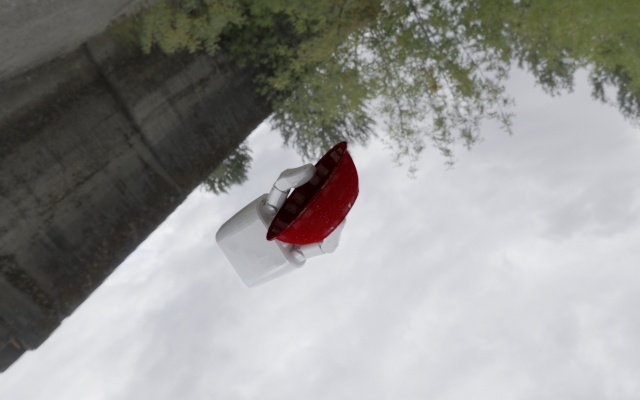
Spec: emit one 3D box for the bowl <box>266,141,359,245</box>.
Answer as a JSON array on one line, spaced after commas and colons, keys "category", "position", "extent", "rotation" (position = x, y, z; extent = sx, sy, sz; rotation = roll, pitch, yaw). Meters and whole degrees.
[{"category": "bowl", "position": [0.001, 0.002, 0.616], "extent": [0.055, 0.162, 0.162], "rotation": [38, -9, -11]}]
